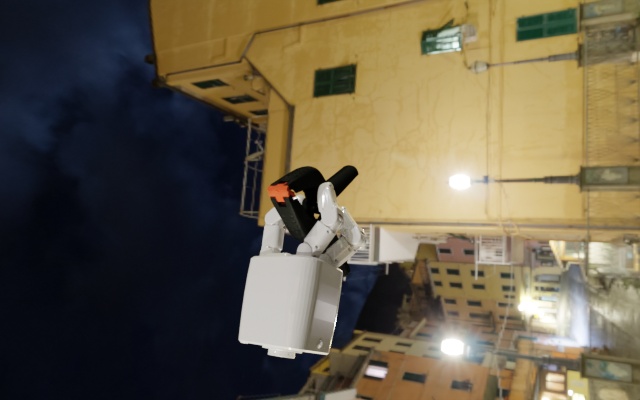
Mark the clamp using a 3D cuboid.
[{"bbox_3d":[-0.001,0.002,0.625,0.036,0.164,0.210,-1,-19,27],"label":"clamp"}]
